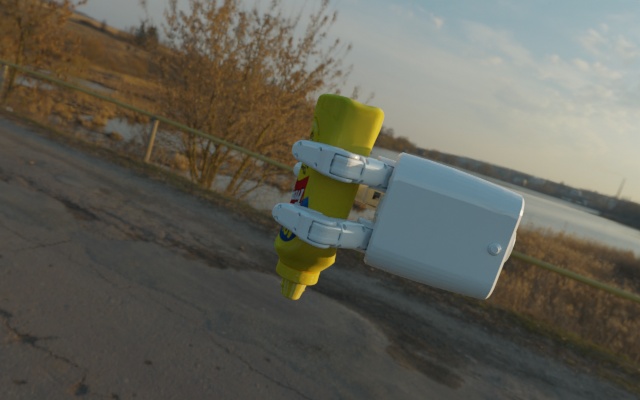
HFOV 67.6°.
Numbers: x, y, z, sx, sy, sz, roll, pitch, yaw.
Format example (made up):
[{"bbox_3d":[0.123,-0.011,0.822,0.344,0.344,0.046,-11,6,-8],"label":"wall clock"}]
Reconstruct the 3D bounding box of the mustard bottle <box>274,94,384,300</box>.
[{"bbox_3d":[0.000,0.001,0.441,0.058,0.191,0.096,15,9,-15],"label":"mustard bottle"}]
